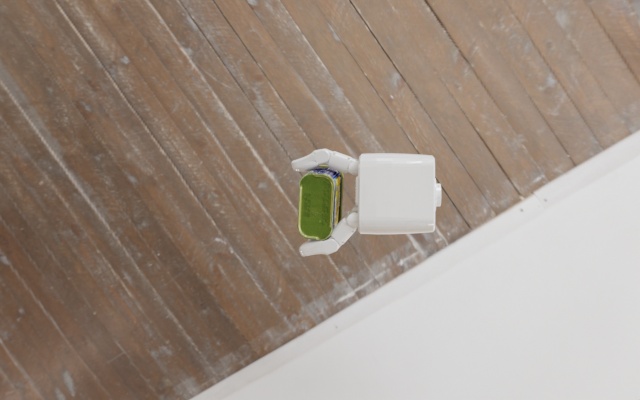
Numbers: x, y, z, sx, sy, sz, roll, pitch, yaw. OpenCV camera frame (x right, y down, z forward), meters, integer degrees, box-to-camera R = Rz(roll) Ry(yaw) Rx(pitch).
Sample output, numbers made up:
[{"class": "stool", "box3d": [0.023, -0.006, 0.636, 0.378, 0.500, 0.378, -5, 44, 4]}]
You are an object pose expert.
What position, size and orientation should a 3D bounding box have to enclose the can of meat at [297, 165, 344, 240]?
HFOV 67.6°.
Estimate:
[{"class": "can of meat", "box3d": [0.000, 0.002, 0.709, 0.057, 0.102, 0.084, 4, 11, 9]}]
